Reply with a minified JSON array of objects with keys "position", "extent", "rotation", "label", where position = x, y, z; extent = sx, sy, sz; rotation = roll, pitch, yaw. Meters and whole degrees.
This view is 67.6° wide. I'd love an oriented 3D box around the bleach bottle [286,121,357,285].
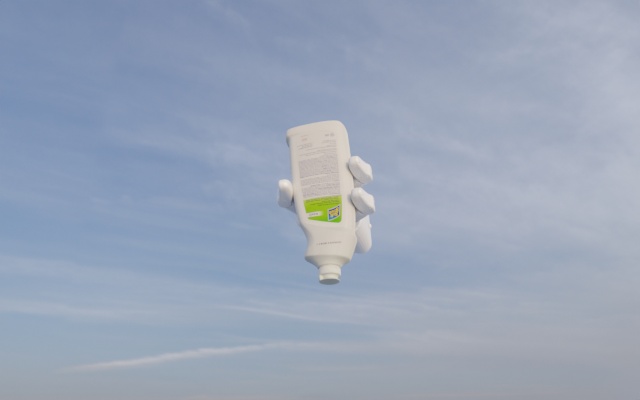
[{"position":[0.000,0.002,0.714],"extent":[0.102,0.250,0.068],"rotation":[-10,-29,14],"label":"bleach bottle"}]
